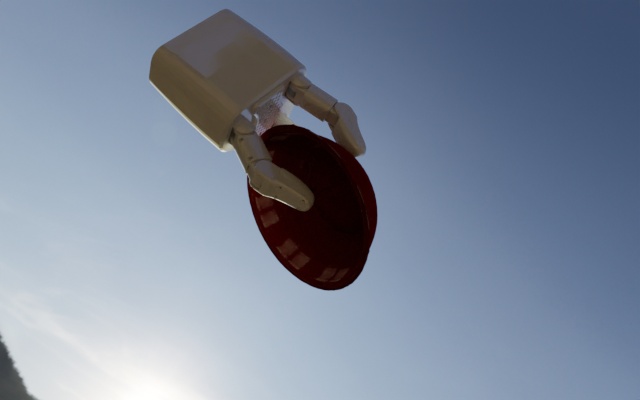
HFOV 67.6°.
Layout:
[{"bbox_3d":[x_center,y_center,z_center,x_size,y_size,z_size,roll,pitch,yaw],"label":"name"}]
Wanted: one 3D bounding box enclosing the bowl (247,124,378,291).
[{"bbox_3d":[0.001,0.003,0.457,0.055,0.162,0.162,-24,16,-40],"label":"bowl"}]
